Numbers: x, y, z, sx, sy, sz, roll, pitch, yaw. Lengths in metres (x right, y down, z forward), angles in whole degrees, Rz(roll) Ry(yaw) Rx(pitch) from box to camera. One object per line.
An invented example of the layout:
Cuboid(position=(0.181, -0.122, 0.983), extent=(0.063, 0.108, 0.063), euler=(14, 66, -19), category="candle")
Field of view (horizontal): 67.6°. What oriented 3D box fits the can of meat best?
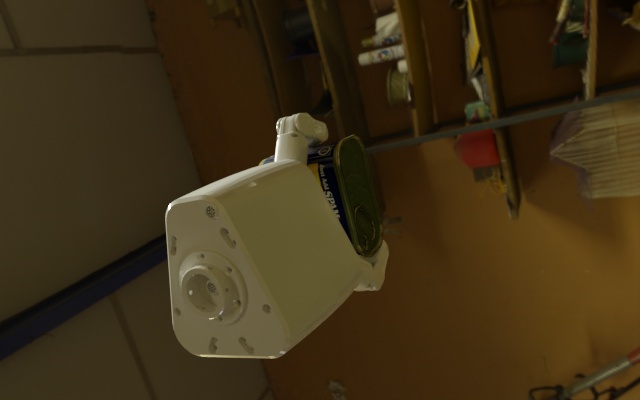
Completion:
Cuboid(position=(0.000, 0.001, 0.420), extent=(0.084, 0.102, 0.057), euler=(-8, 13, 29), category="can of meat")
